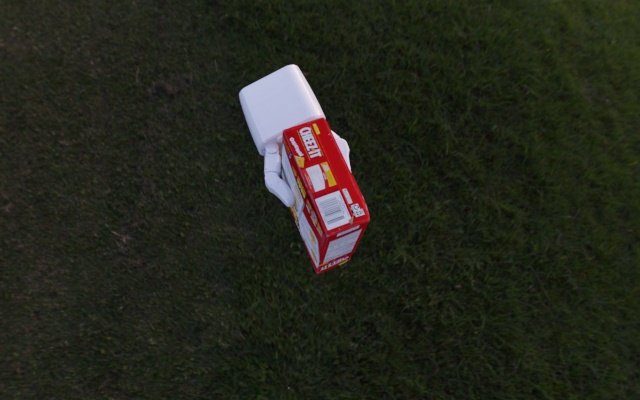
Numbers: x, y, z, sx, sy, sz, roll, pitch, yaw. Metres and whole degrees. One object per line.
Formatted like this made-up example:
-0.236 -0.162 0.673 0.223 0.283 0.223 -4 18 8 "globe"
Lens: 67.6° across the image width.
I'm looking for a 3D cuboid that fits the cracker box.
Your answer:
0.000 0.002 0.721 0.072 0.164 0.214 -20 -18 -11 "cracker box"
